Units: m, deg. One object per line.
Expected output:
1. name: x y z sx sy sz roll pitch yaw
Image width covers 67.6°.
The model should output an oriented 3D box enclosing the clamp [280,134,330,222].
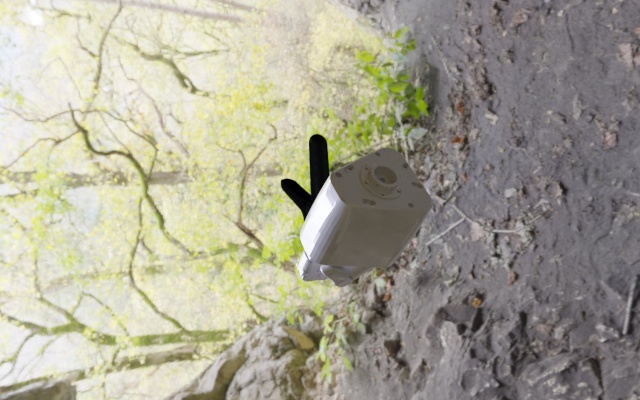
1. clamp: 0.000 0.002 0.622 0.039 0.171 0.120 -11 -34 -28
